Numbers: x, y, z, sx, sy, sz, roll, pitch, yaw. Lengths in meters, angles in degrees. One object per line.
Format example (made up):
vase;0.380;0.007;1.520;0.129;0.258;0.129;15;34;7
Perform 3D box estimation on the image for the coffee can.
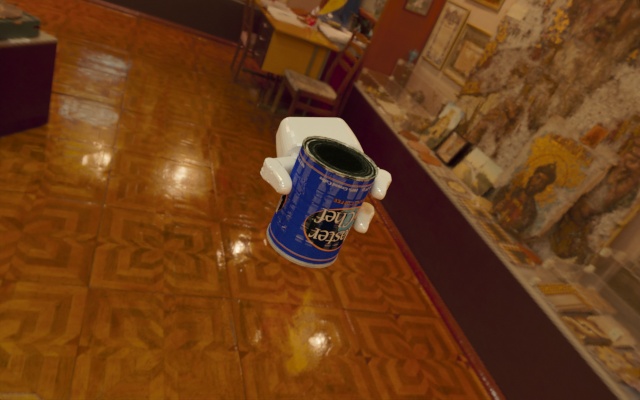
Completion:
coffee can;0.000;0.002;0.621;0.103;0.140;0.102;19;27;-10
